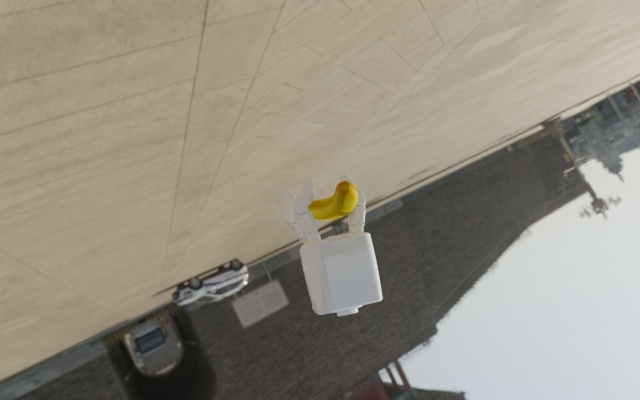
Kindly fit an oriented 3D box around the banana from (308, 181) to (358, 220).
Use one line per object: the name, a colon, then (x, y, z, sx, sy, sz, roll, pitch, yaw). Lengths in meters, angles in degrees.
banana: (0.015, 0.006, 0.752, 0.069, 0.037, 0.198, 9, -14, -26)
